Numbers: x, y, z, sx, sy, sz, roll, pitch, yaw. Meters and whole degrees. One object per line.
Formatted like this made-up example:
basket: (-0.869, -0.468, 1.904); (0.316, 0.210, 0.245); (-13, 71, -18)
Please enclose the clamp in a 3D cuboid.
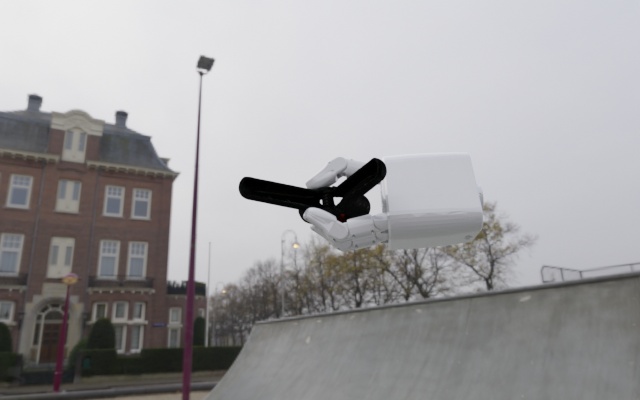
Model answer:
clamp: (0.000, 0.001, 0.598); (0.164, 0.036, 0.210); (-4, -18, 7)
